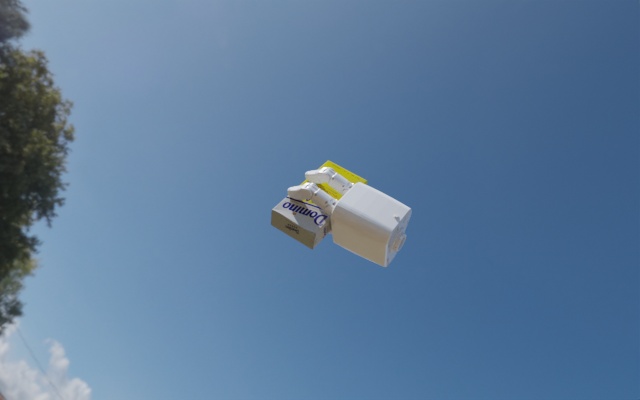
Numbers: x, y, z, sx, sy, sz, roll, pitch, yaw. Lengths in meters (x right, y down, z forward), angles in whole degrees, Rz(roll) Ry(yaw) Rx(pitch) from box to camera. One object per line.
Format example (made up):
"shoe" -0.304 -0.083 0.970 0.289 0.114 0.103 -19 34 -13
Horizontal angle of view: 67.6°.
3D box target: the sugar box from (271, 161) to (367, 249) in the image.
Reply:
"sugar box" 0.000 0.002 0.860 0.093 0.048 0.176 28 45 19
